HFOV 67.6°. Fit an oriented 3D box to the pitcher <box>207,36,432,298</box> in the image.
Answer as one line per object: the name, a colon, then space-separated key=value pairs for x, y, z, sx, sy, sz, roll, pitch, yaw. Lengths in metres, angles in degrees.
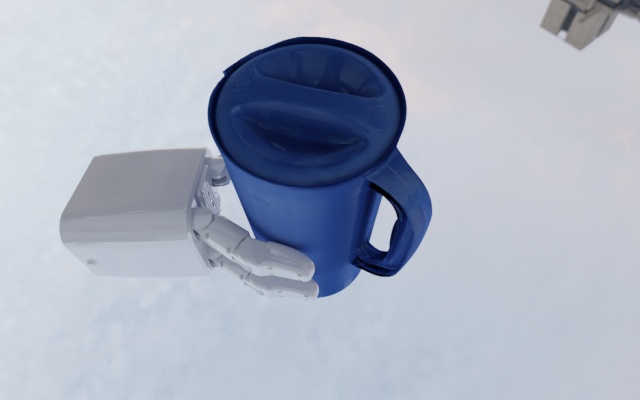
pitcher: x=0.000 y=0.001 z=0.411 sx=0.145 sy=0.149 sz=0.243 roll=-3 pitch=-31 yaw=0
